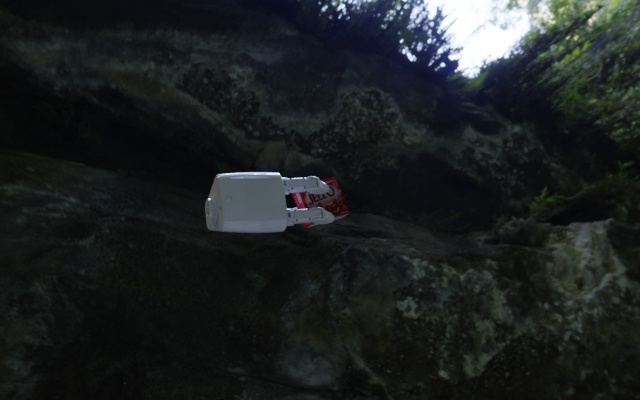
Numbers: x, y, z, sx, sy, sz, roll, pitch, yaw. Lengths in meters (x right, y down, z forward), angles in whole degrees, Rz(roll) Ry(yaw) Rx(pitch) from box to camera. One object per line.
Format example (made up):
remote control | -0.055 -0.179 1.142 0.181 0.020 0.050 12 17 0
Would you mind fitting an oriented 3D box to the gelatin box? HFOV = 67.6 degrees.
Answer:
gelatin box | 0.000 0.003 0.854 0.089 0.073 0.030 -14 -12 -35
